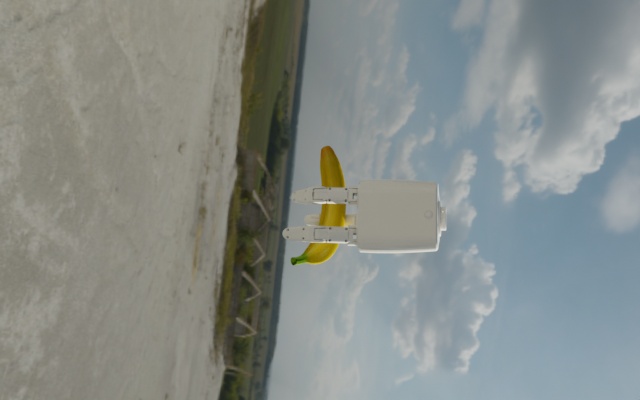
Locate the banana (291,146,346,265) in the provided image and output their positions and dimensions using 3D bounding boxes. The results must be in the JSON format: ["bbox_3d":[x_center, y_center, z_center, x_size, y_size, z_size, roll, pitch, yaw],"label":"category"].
[{"bbox_3d":[0.010,0.014,0.706,0.037,0.197,0.070,-8,-34,36],"label":"banana"}]
